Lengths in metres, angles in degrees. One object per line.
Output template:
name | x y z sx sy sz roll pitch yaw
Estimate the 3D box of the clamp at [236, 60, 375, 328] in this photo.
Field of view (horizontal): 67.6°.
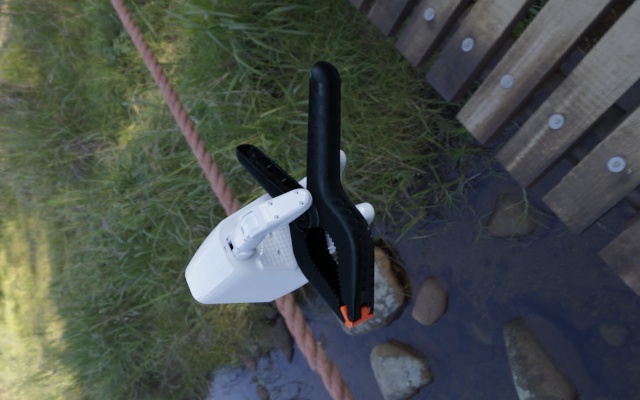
clamp | 0.000 0.002 0.409 0.036 0.210 0.165 -15 -17 -37
